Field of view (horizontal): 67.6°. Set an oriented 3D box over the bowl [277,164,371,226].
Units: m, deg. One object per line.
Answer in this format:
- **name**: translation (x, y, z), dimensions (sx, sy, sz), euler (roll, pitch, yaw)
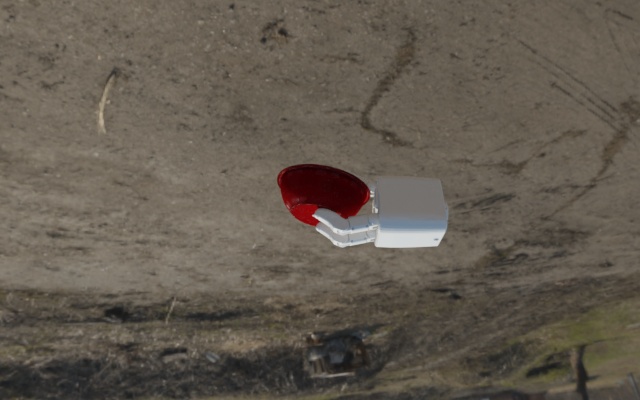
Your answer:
- **bowl**: translation (-0.001, 0.003, 0.799), dimensions (0.162, 0.055, 0.162), euler (10, -25, 5)
